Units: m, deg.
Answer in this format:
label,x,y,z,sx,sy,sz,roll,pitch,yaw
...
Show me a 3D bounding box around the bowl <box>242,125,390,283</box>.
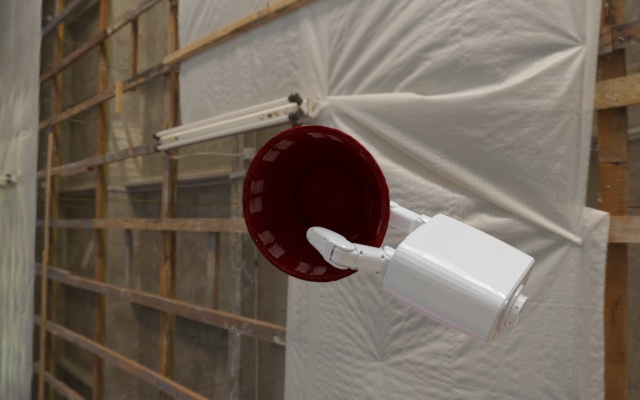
label,x,y,z,sx,sy,sz,roll,pitch,yaw
bowl,-0.001,0.001,0.508,0.162,0.162,0.055,0,8,20
